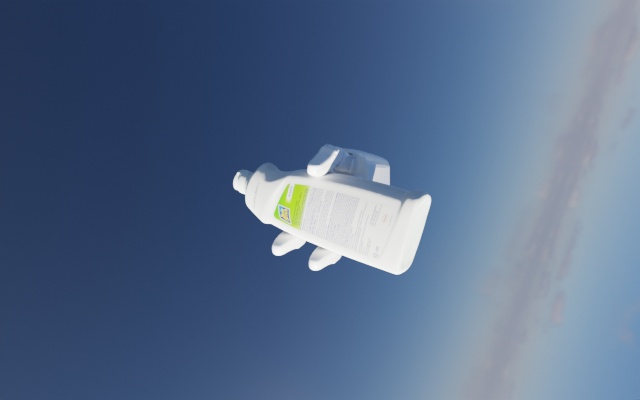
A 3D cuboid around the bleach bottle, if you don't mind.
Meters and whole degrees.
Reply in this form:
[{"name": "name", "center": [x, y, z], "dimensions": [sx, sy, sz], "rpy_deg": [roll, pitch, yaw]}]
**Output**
[{"name": "bleach bottle", "center": [0.000, 0.002, 0.592], "dimensions": [0.251, 0.102, 0.068], "rpy_deg": [20, 10, 25]}]
